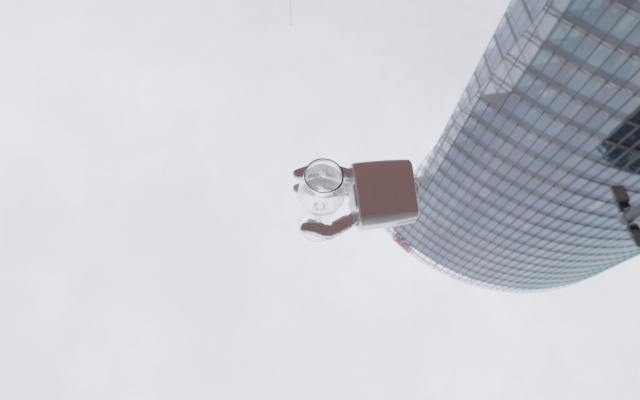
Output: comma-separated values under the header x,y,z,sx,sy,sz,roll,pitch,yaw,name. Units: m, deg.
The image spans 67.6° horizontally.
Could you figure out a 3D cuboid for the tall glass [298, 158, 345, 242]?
x,y,z,sx,sy,sz,roll,pitch,yaw,name
0.000,0.003,0.827,0.079,0.079,0.201,0,-25,-3,tall glass
